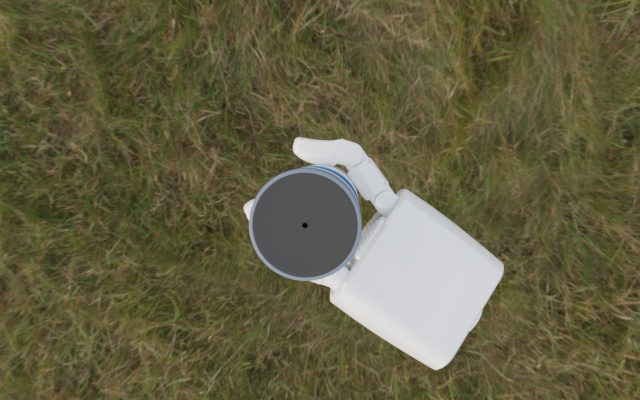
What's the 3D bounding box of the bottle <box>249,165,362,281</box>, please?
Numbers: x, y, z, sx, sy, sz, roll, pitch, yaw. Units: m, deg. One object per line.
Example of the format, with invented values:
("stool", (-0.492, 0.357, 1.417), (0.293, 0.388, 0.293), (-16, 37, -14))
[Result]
("bottle", (0.000, 0.001, 0.423), (0.069, 0.069, 0.295), (0, 5, 4))
